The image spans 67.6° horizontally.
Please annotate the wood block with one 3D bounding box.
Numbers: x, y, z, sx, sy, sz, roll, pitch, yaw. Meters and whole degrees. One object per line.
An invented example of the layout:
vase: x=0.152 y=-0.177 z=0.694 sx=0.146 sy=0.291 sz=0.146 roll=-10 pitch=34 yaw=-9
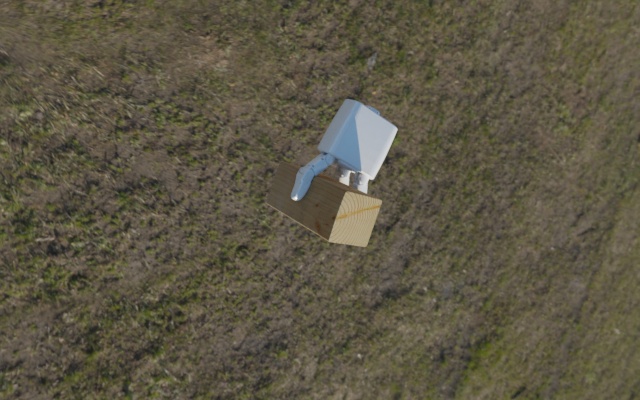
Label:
wood block: x=0.000 y=0.002 z=0.873 sx=0.091 sy=0.090 sz=0.206 roll=13 pitch=9 yaw=-39
